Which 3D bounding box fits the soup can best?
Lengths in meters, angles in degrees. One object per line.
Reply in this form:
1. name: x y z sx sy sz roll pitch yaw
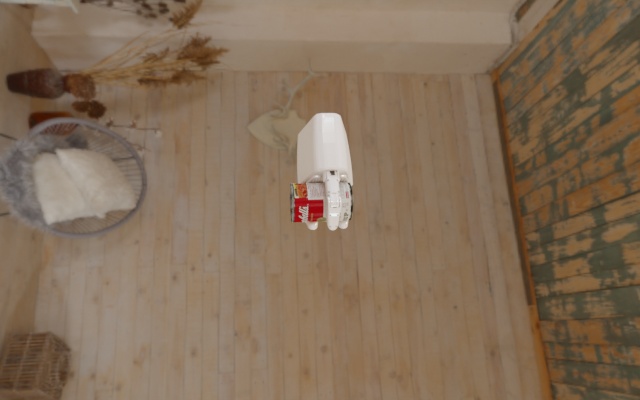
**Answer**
1. soup can: 0.000 0.003 0.819 0.102 0.068 0.068 -2 0 -7
